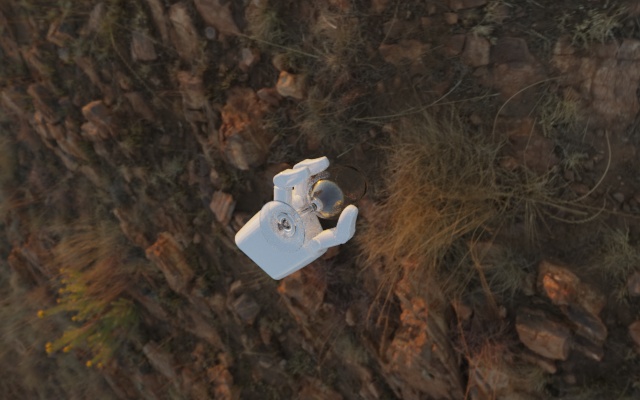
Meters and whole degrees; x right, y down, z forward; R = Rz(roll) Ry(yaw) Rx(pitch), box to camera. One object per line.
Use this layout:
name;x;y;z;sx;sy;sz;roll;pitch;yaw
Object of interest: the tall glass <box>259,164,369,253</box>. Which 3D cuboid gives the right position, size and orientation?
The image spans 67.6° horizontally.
tall glass;0.000;0.003;0.706;0.079;0.079;0.201;0;19;34
